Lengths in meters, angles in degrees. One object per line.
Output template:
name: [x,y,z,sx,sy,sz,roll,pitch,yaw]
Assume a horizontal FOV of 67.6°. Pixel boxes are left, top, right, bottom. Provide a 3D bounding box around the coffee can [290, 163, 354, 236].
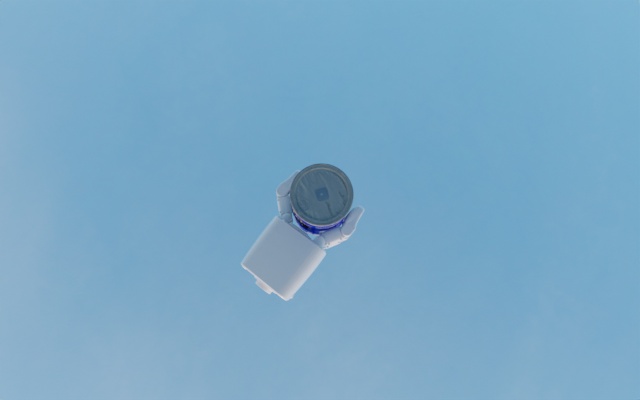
coffee can: [0.000,0.003,0.830,0.103,0.102,0.140,0,-11,-2]
